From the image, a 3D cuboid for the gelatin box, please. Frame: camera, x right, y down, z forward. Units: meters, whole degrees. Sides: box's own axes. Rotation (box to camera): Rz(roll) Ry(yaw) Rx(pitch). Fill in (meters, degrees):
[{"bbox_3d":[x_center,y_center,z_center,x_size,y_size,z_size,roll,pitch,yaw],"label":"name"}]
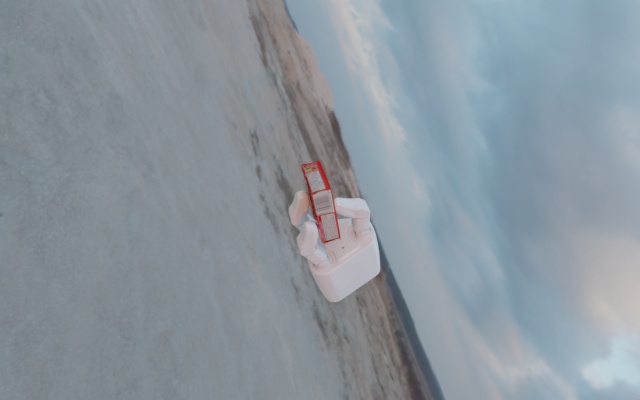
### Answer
[{"bbox_3d":[0.000,0.002,0.654,0.030,0.089,0.073,-15,38,-4],"label":"gelatin box"}]
